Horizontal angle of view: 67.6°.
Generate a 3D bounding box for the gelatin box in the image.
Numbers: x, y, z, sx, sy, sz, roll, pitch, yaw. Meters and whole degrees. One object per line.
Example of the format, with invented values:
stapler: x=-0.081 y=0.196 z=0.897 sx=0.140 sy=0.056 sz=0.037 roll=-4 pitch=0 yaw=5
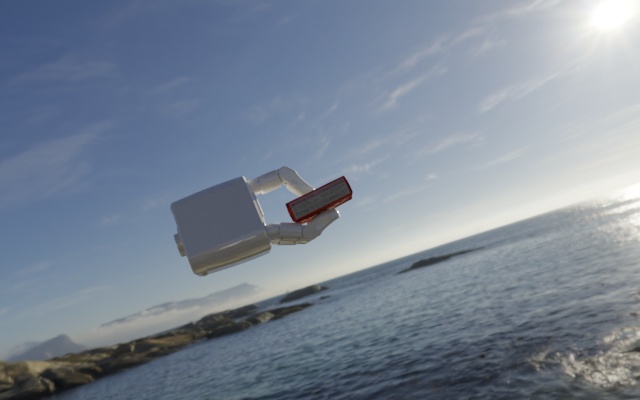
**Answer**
gelatin box: x=0.000 y=0.002 z=0.660 sx=0.089 sy=0.030 sz=0.073 roll=-27 pitch=-7 yaw=0
